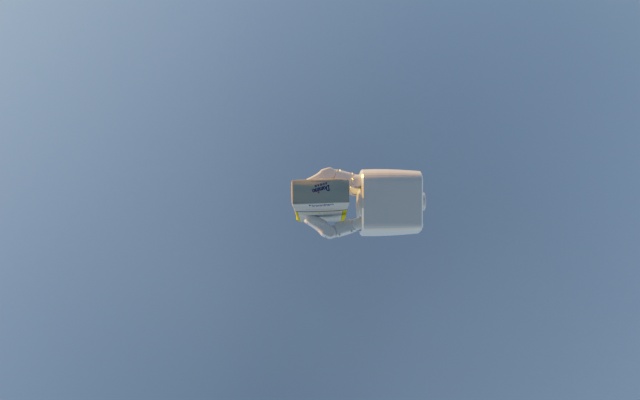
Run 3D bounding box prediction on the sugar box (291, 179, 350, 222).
[{"bbox_3d":[0.000,0.002,0.829,0.093,0.048,0.176,-2,-14,-1],"label":"sugar box"}]
